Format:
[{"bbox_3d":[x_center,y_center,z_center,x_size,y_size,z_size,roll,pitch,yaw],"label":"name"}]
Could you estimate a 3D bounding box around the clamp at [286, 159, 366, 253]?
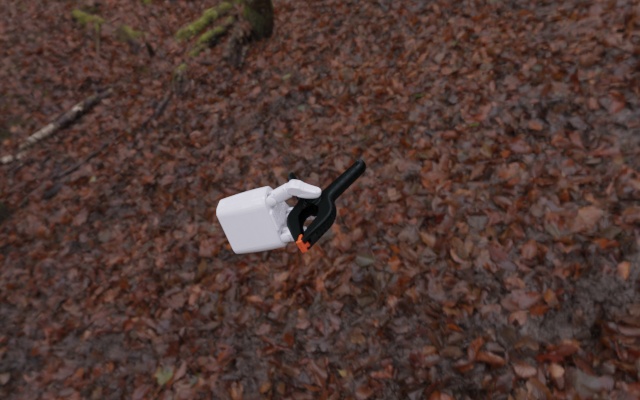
[{"bbox_3d":[0.000,0.003,0.863,0.164,0.036,0.209,-14,39,21],"label":"clamp"}]
